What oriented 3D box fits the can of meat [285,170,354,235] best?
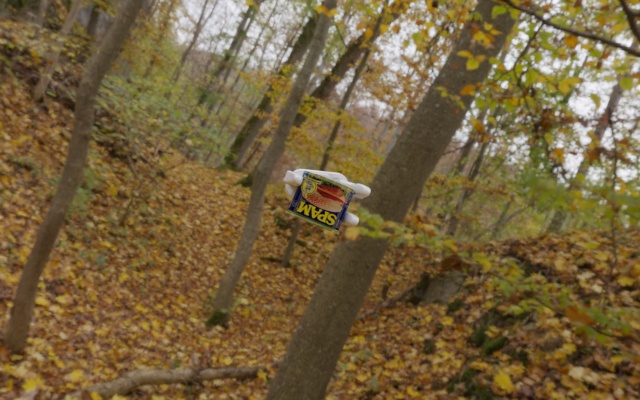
[{"bbox_3d":[0.000,0.002,0.846,0.102,0.084,0.057,23,-3,-3],"label":"can of meat"}]
